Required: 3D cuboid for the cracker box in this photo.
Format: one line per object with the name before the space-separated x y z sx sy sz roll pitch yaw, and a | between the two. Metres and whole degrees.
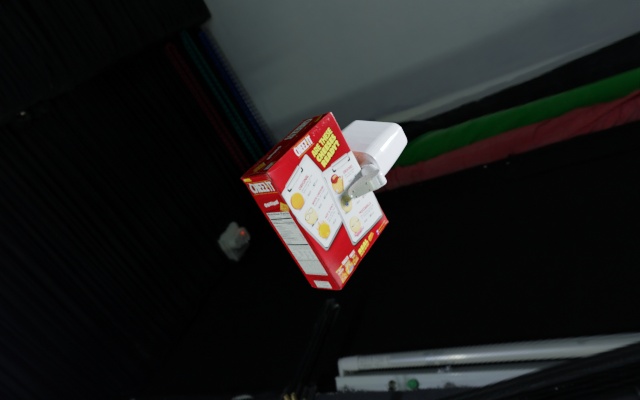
cracker box | 0.000 0.003 0.727 0.072 0.214 0.164 -7 32 45
